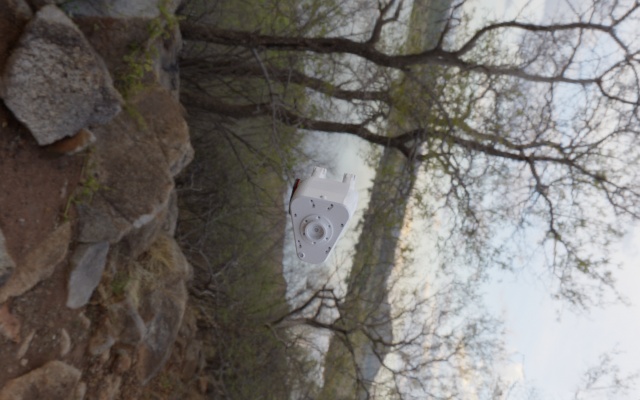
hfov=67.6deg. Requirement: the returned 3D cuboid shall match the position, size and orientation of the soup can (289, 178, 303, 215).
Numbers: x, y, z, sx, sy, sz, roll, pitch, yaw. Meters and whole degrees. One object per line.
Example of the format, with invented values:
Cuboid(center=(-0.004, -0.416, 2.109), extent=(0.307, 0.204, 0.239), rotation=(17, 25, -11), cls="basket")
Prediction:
Cuboid(center=(0.000, 0.003, 0.860), extent=(0.102, 0.068, 0.068), rotation=(12, 1, 5), cls="soup can")
